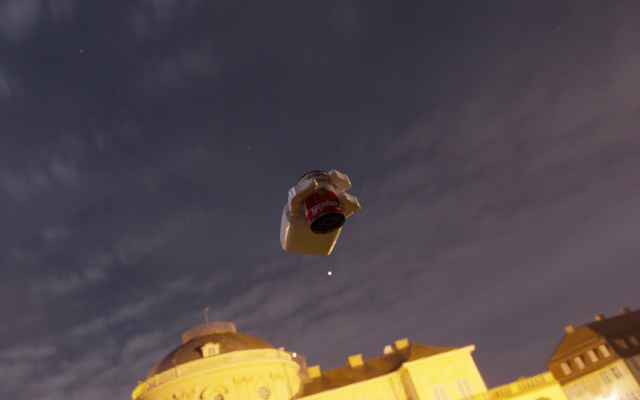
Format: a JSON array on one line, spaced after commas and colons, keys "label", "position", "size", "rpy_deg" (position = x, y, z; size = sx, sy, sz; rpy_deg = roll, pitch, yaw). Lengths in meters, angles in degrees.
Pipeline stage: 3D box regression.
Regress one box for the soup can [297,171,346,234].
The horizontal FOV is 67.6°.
[{"label": "soup can", "position": [0.000, 0.002, 0.898], "size": [0.068, 0.102, 0.069], "rpy_deg": [-13, -35, -9]}]
